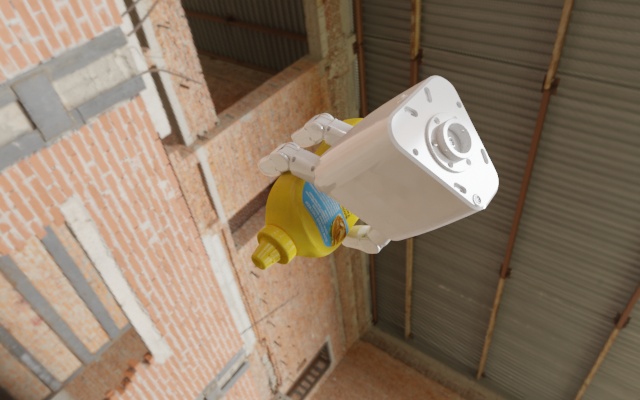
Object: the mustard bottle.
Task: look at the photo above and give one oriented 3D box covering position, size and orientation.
[{"bbox_3d":[0.000,0.001,0.492,0.058,0.096,0.191,5,40,45],"label":"mustard bottle"}]
